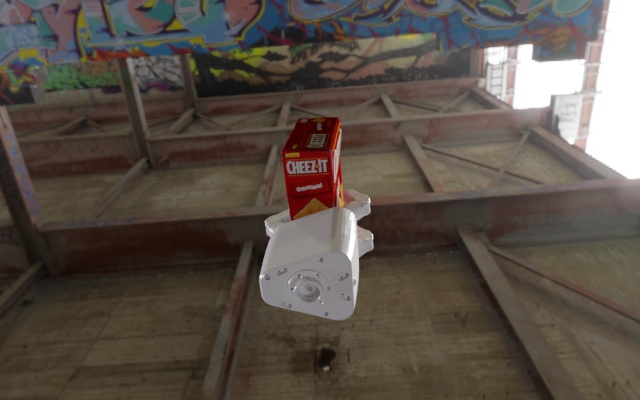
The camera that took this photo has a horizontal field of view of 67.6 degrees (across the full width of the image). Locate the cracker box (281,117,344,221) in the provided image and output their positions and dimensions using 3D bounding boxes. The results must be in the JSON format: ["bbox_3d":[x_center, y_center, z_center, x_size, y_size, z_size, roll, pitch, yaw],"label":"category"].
[{"bbox_3d":[0.000,0.002,0.695,0.072,0.214,0.164,-2,24,6],"label":"cracker box"}]
